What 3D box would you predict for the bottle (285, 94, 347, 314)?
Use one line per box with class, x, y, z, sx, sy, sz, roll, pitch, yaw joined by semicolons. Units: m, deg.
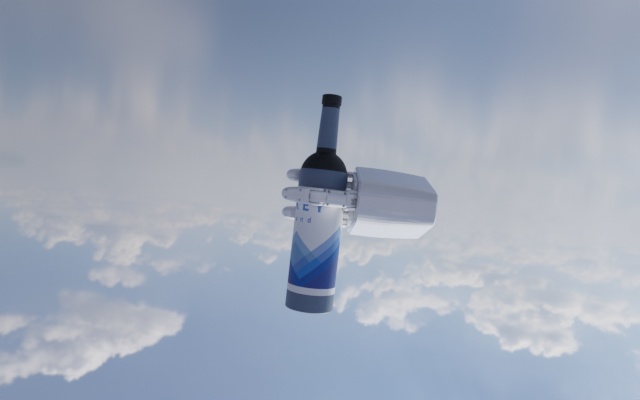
bottle;0.000;0.002;0.660;0.069;0.295;0.069;6;1;0
